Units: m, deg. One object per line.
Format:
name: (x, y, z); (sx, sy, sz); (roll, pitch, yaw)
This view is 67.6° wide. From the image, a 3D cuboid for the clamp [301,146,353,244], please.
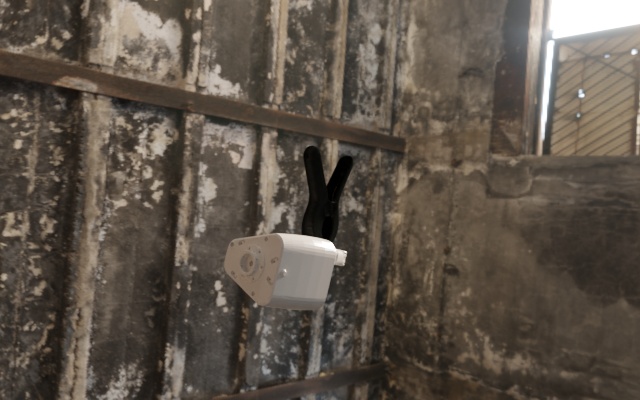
clamp: (0.000, 0.002, 0.703); (0.039, 0.171, 0.120); (5, -9, 37)
